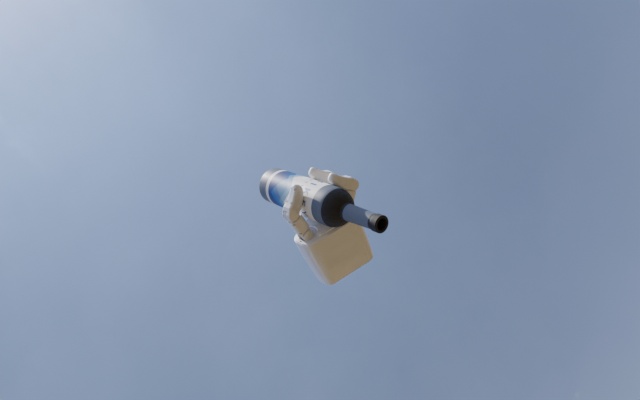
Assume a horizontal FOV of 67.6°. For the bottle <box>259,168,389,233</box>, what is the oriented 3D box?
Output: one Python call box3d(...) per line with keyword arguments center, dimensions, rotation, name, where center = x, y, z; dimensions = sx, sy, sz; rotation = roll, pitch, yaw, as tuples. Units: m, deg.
box3d(center=(0.000, 0.003, 0.802), dimensions=(0.069, 0.069, 0.295), rotation=(0, 13, -38), name="bottle")
